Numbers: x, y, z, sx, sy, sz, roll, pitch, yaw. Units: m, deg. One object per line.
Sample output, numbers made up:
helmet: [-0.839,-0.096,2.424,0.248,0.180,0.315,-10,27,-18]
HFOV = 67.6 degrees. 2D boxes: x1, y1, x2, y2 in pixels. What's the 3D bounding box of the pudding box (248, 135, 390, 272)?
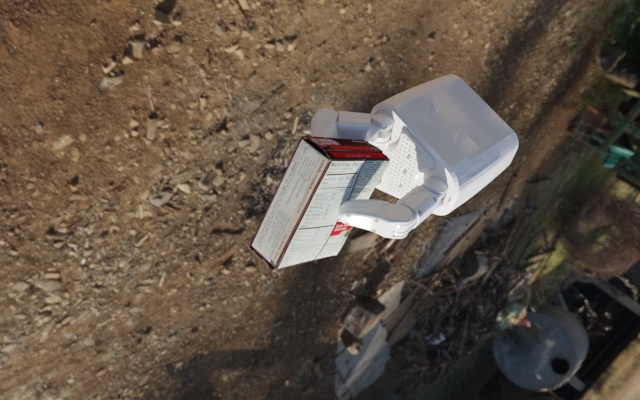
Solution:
pudding box: [0.000,0.001,0.407,0.039,0.113,0.090,40,26,30]
